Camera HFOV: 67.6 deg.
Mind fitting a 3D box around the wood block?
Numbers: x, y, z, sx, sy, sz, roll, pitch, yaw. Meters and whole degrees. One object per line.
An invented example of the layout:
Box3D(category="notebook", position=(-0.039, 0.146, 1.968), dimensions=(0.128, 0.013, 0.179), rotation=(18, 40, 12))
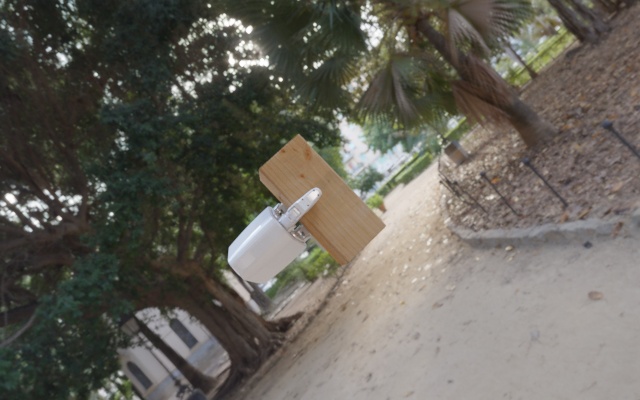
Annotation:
Box3D(category="wood block", position=(0.000, 0.003, 0.799), dimensions=(0.090, 0.206, 0.091), rotation=(-43, -3, -10))
